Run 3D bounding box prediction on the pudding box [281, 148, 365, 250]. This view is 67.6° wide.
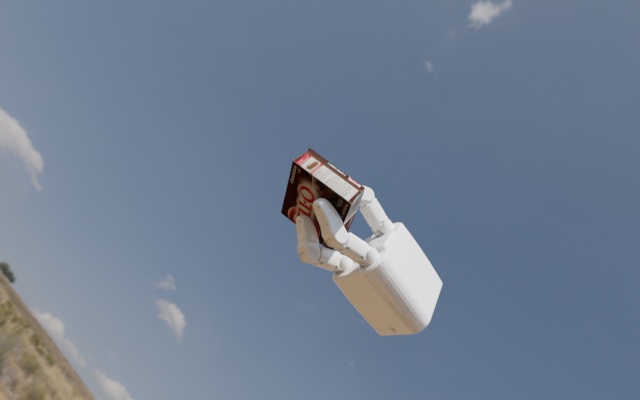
[{"bbox_3d":[0.000,0.002,0.604,0.090,0.114,0.039,36,52,14],"label":"pudding box"}]
